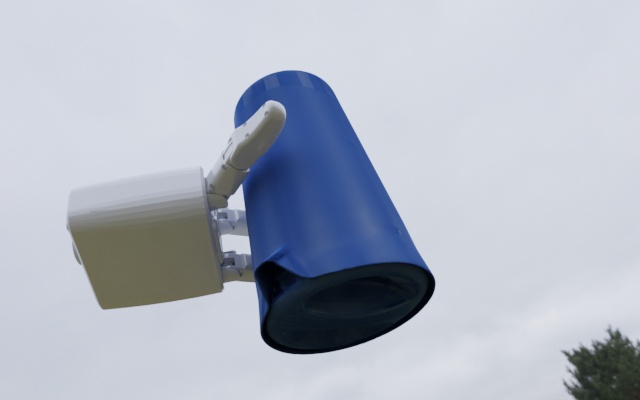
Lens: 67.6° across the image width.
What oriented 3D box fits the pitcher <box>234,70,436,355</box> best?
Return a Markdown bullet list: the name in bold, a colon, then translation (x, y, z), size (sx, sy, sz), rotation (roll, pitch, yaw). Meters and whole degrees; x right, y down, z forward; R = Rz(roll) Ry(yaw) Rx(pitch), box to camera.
- **pitcher**: translation (0.000, 0.001, 0.426), size (0.145, 0.242, 0.149), rotation (-11, -38, -9)
